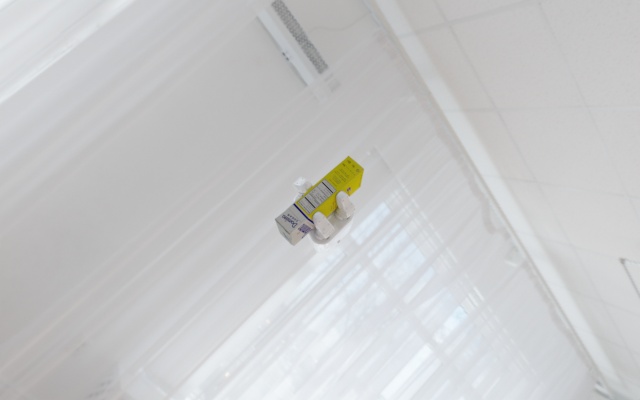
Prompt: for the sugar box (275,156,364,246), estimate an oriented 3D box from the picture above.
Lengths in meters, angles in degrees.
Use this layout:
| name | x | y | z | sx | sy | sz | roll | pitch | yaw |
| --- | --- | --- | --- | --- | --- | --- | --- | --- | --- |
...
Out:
| name | x | y | z | sx | sy | sz | roll | pitch | yaw |
| --- | --- | --- | --- | --- | --- | --- | --- | --- | --- |
| sugar box | 0.001 | 0.003 | 0.858 | 0.048 | 0.176 | 0.093 | 43 | -12 | 14 |
